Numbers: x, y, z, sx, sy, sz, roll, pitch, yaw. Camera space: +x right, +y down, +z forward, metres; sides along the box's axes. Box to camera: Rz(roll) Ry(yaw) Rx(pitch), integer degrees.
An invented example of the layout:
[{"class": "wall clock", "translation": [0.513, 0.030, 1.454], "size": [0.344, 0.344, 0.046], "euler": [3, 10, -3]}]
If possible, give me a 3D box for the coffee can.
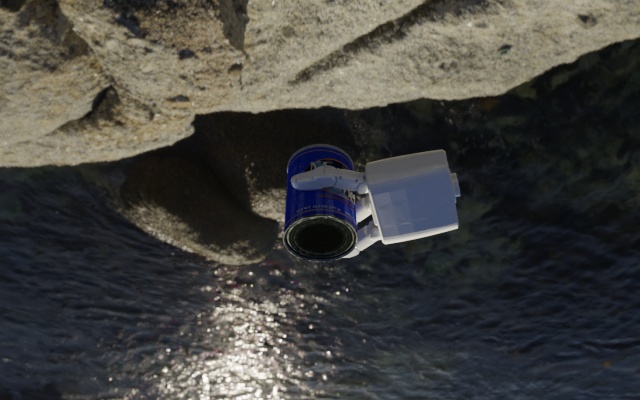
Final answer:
[{"class": "coffee can", "translation": [0.000, 0.002, 0.690], "size": [0.103, 0.140, 0.103], "euler": [0, -42, 0]}]
